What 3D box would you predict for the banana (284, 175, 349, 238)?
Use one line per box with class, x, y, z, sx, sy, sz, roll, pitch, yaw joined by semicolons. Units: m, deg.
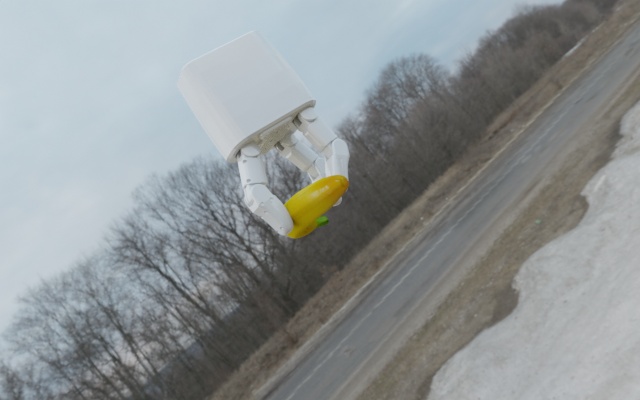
banana;-0.016;0.012;0.535;0.069;0.037;0.198;-31;-7;-11
